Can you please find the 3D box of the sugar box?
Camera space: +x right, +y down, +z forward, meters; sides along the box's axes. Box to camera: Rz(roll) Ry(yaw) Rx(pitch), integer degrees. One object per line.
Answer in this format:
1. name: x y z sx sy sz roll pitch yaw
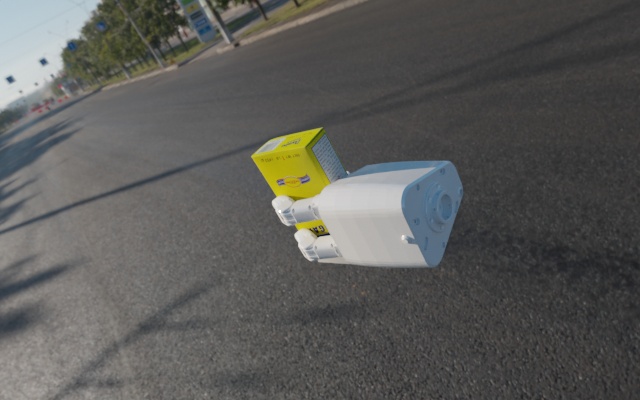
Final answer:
1. sugar box: 0.000 0.002 0.578 0.093 0.176 0.048 -4 34 43
